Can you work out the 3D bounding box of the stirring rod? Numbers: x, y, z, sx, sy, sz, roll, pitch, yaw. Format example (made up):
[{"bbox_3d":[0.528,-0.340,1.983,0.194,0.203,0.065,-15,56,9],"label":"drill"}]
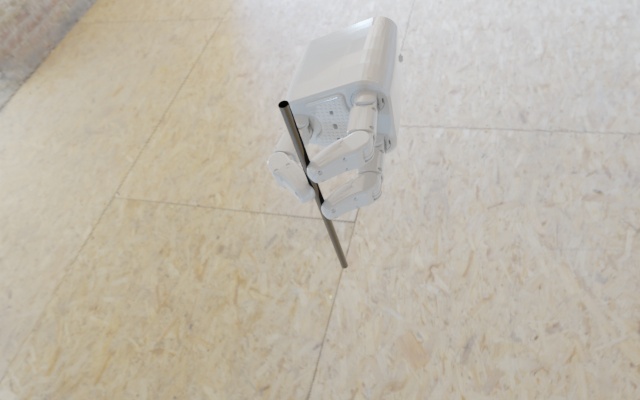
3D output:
[{"bbox_3d":[0.000,0.001,0.437,0.011,0.011,0.240,0,-36,16],"label":"stirring rod"}]
